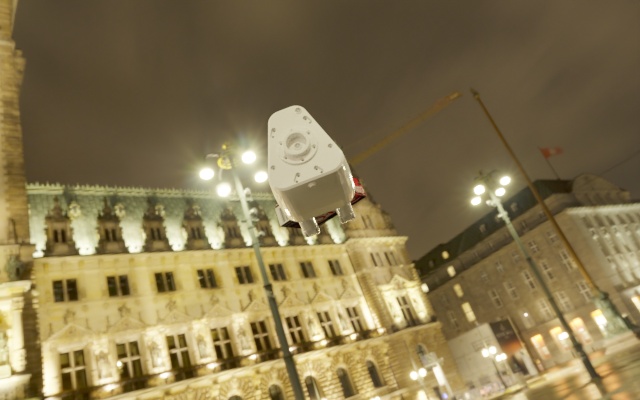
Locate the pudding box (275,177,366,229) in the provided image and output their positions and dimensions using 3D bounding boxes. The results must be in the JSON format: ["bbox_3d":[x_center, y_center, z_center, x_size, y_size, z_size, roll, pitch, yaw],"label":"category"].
[{"bbox_3d":[0.000,0.002,0.724,0.113,0.039,0.090,-31,-23,27],"label":"pudding box"}]
